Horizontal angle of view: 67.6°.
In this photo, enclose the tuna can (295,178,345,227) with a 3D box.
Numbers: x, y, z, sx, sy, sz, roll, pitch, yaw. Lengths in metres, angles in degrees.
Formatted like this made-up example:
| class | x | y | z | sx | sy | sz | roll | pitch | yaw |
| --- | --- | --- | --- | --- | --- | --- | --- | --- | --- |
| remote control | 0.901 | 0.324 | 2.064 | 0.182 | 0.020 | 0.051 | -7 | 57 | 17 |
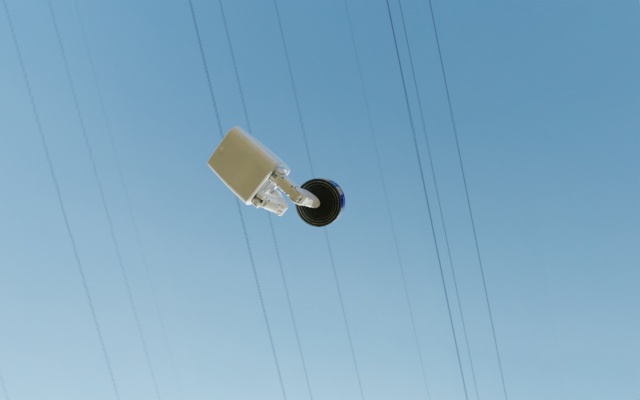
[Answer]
| class | x | y | z | sx | sy | sz | roll | pitch | yaw |
| --- | --- | --- | --- | --- | --- | --- | --- | --- | --- |
| tuna can | 0.000 | 0.003 | 0.852 | 0.086 | 0.086 | 0.034 | 0 | 5 | 19 |
